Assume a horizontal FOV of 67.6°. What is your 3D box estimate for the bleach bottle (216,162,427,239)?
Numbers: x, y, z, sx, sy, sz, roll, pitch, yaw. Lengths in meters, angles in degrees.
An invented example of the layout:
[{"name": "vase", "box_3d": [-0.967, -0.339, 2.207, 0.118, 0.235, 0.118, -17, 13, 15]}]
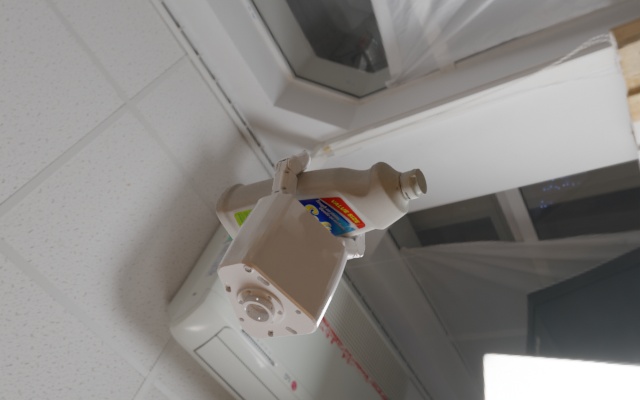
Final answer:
[{"name": "bleach bottle", "box_3d": [0.000, 0.002, 0.569, 0.251, 0.103, 0.068, -15, 28, 30]}]
